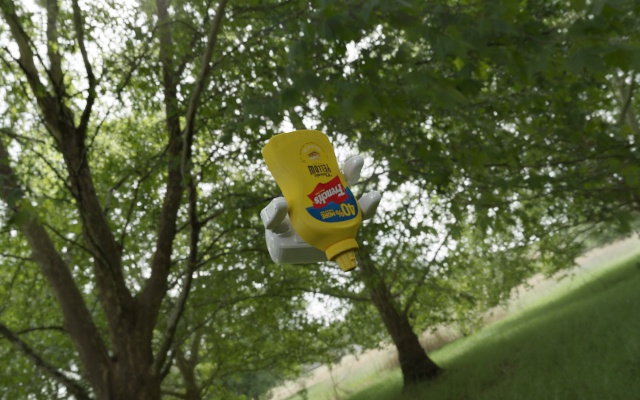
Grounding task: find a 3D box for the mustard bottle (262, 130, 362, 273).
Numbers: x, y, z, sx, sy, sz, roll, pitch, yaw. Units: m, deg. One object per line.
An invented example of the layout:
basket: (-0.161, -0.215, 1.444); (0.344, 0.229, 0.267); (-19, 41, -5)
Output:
mustard bottle: (0.000, 0.002, 0.612); (0.096, 0.191, 0.058); (-9, -23, -37)
